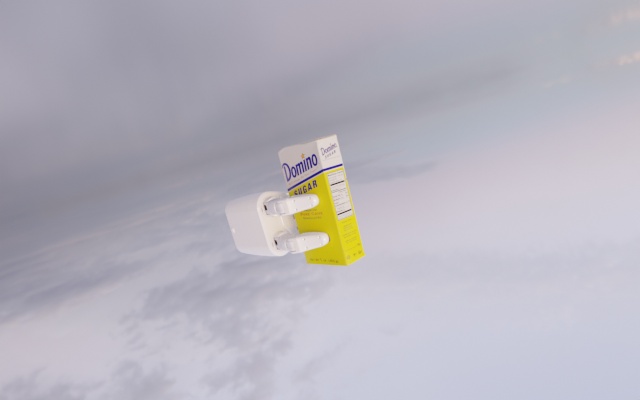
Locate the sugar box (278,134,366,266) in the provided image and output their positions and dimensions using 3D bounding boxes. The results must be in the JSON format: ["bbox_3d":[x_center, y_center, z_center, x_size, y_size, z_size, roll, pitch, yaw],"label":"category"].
[{"bbox_3d":[0.000,0.002,0.675,0.048,0.176,0.093,-23,11,-39],"label":"sugar box"}]
